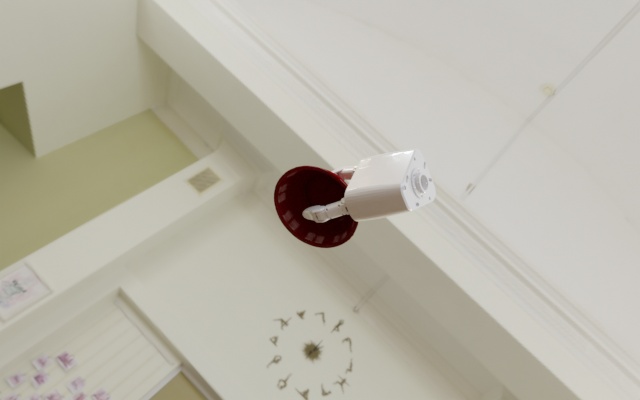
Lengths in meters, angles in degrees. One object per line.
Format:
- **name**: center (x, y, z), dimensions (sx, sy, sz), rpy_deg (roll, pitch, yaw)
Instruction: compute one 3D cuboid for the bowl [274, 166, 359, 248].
- **bowl**: center (-0.001, 0.003, 0.850), dimensions (0.162, 0.162, 0.055), rpy_deg (0, 27, 26)
